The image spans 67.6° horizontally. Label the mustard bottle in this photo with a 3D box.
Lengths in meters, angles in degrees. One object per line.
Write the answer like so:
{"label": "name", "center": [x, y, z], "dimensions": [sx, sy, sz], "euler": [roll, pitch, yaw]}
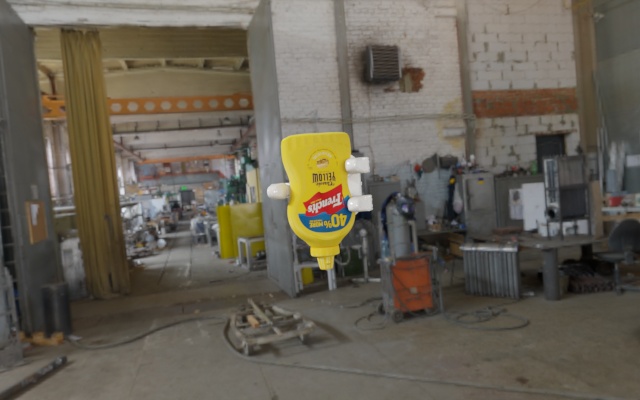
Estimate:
{"label": "mustard bottle", "center": [0.000, 0.002, 0.679], "dimensions": [0.096, 0.191, 0.058], "euler": [-6, 3, -18]}
